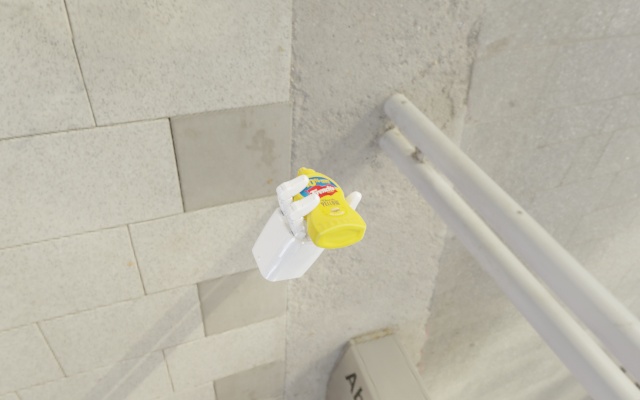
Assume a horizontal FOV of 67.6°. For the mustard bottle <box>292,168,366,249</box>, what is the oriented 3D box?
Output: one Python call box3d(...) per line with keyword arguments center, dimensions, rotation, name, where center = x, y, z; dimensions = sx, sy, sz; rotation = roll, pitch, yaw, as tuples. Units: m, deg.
box3d(center=(0.000, 0.003, 0.865), dimensions=(0.096, 0.058, 0.191), rotation=(-8, 42, -23), name="mustard bottle")
